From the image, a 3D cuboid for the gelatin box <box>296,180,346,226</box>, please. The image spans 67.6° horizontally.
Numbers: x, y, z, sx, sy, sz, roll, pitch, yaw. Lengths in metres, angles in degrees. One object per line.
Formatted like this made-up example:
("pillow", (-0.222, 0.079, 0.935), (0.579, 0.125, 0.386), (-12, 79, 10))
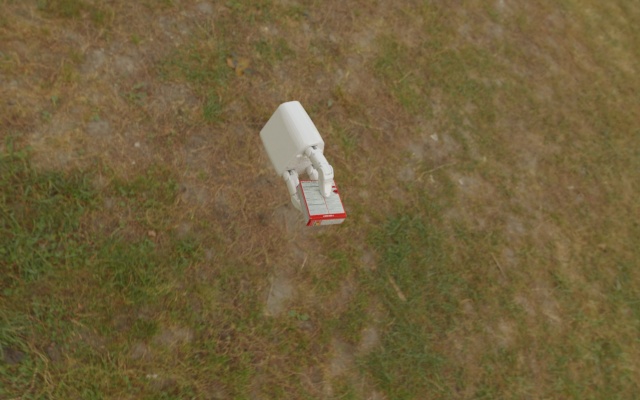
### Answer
("gelatin box", (0.000, 0.003, 0.896), (0.073, 0.089, 0.030), (-3, -33, -23))
